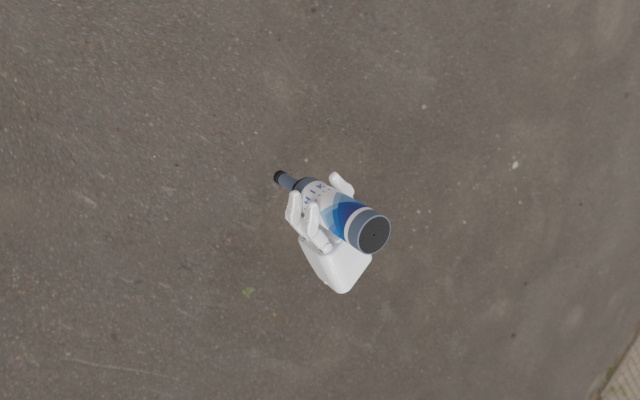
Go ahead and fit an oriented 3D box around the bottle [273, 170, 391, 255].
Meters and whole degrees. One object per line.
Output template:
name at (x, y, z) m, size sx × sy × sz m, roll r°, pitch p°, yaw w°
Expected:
bottle at (0.000, 0.003, 0.838) m, size 0.069 × 0.069 × 0.295 m, roll 0°, pitch 20°, yaw -37°
